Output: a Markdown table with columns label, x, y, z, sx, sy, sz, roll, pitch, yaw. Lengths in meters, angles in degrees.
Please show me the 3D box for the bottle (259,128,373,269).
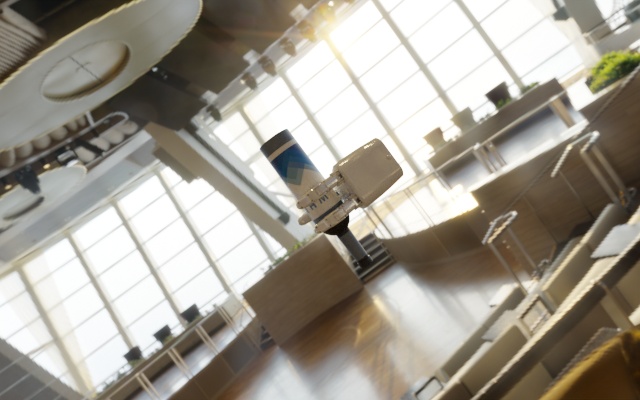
| label | x | y | z | sx | sy | sz | roll | pitch | yaw |
| --- | --- | --- | --- | --- | --- | --- | --- | --- | --- |
| bottle | 0.000 | 0.003 | 0.893 | 0.069 | 0.296 | 0.069 | -37 | 2 | 1 |
